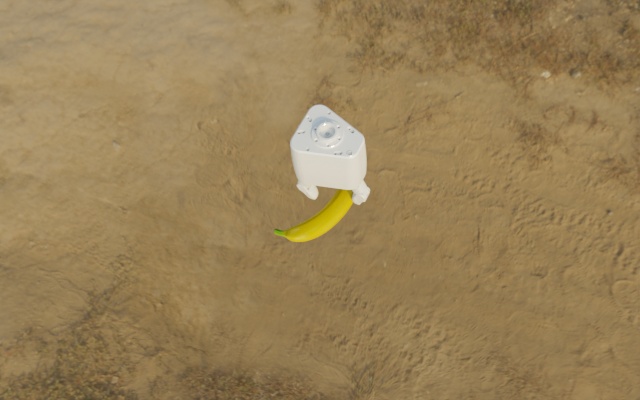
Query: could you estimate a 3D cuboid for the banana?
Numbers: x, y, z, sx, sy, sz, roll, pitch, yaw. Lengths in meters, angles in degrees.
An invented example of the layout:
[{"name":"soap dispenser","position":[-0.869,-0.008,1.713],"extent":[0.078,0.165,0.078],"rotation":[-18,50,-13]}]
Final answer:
[{"name":"banana","position":[0.009,0.018,0.883],"extent":[0.198,0.069,0.037],"rotation":[-37,-21,-10]}]
